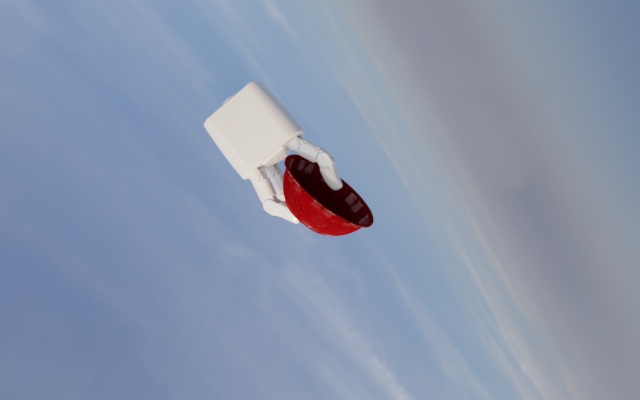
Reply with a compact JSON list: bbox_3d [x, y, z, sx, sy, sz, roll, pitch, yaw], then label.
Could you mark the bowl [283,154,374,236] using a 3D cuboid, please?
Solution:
[{"bbox_3d":[0.001,0.004,0.712,0.162,0.055,0.162,33,20,-13],"label":"bowl"}]
